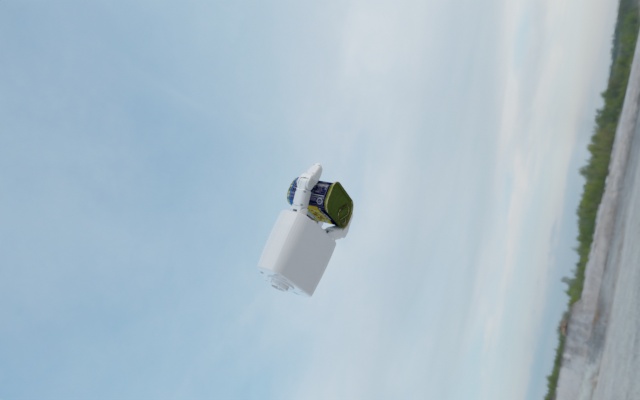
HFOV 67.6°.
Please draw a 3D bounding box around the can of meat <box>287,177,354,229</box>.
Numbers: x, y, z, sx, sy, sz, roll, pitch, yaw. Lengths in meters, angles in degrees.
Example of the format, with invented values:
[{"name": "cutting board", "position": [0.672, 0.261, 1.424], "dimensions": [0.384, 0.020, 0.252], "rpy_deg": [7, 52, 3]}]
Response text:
[{"name": "can of meat", "position": [0.000, 0.003, 0.844], "dimensions": [0.084, 0.057, 0.102], "rpy_deg": [11, -21, 29]}]
